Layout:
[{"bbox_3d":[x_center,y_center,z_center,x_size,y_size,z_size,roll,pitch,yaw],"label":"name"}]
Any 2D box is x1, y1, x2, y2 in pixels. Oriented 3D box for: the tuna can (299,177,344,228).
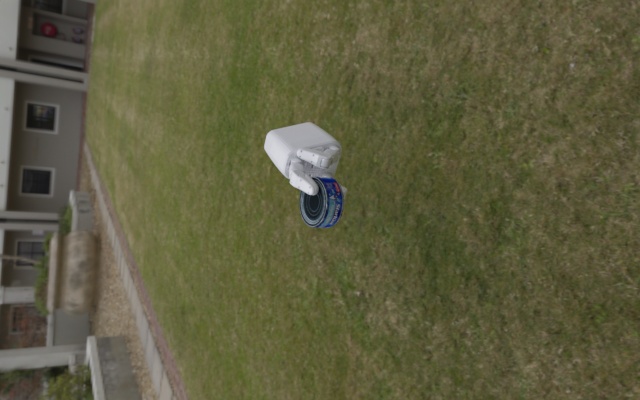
[{"bbox_3d":[0.000,0.003,0.792,0.034,0.086,0.086,1,-1,-34],"label":"tuna can"}]
